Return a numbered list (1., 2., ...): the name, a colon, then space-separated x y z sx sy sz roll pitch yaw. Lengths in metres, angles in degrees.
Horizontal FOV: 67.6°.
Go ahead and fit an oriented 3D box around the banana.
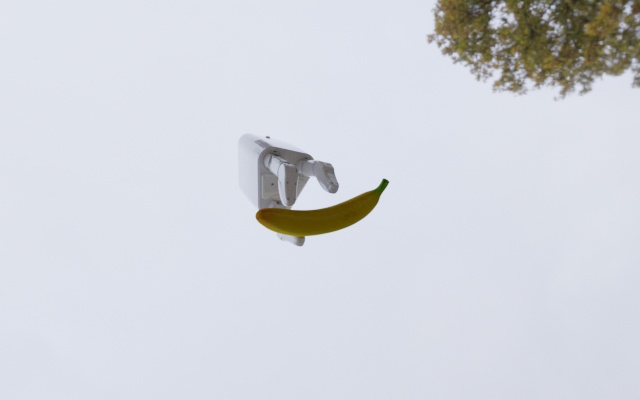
1. banana: 0.004 0.017 0.665 0.198 0.070 0.037 -16 33 -22
